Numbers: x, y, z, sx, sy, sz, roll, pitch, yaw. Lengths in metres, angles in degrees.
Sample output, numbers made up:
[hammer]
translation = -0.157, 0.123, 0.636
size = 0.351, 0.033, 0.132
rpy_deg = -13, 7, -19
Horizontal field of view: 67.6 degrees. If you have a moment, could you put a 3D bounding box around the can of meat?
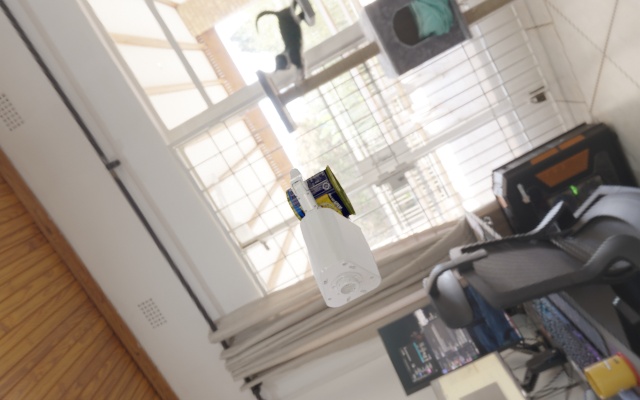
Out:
[can of meat]
translation = 0.000, 0.003, 0.791
size = 0.084, 0.057, 0.102
rpy_deg = -29, -41, 6
